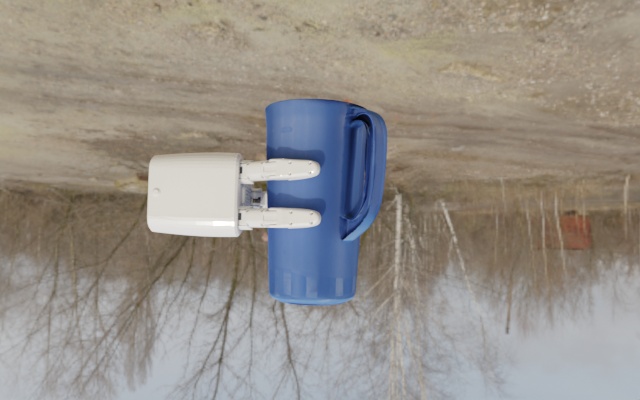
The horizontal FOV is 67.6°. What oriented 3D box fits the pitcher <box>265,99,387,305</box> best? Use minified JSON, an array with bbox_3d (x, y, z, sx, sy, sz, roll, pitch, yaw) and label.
[{"bbox_3d":[0.000,0.002,0.590,0.145,0.243,0.149,1,-3,0],"label":"pitcher"}]
